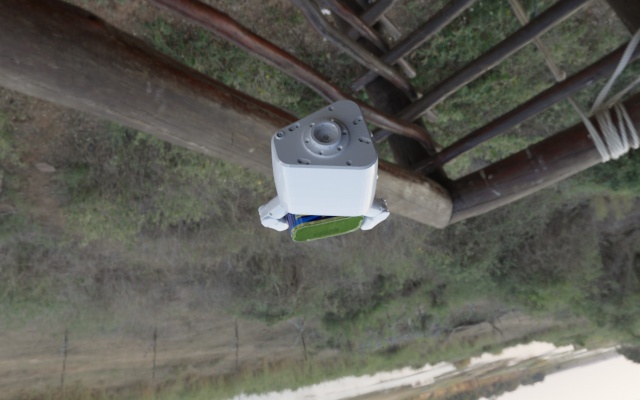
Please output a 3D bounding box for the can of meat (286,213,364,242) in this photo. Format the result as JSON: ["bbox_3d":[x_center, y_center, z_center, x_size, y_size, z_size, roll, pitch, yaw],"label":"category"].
[{"bbox_3d":[0.000,0.002,0.634,0.102,0.084,0.057,-12,-27,-9],"label":"can of meat"}]
